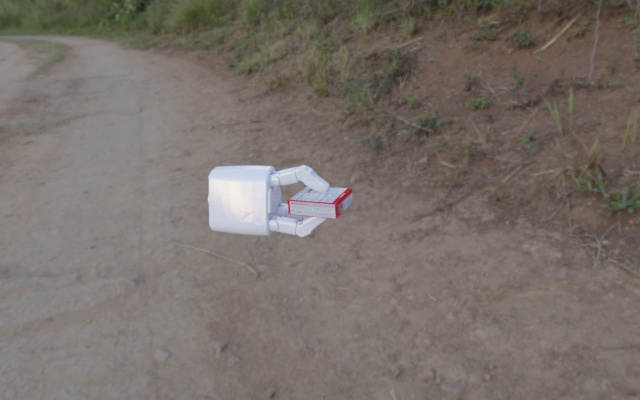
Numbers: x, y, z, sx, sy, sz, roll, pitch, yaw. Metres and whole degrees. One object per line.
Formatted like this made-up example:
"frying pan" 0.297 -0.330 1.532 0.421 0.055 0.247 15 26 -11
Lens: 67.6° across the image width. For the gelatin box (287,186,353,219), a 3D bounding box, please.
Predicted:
"gelatin box" 0.000 0.002 0.790 0.089 0.030 0.073 3 21 24
